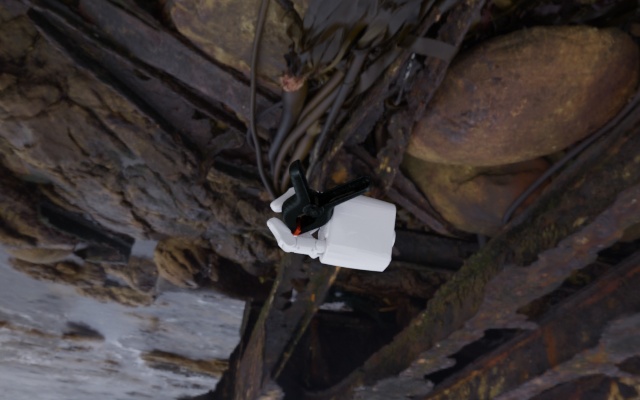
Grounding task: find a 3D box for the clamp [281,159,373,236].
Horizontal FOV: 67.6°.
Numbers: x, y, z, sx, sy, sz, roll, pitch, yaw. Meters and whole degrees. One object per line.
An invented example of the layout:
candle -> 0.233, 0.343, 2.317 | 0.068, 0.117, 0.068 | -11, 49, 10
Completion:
clamp -> 0.000, 0.003, 0.705 | 0.120, 0.039, 0.172 | 11, -32, -9
